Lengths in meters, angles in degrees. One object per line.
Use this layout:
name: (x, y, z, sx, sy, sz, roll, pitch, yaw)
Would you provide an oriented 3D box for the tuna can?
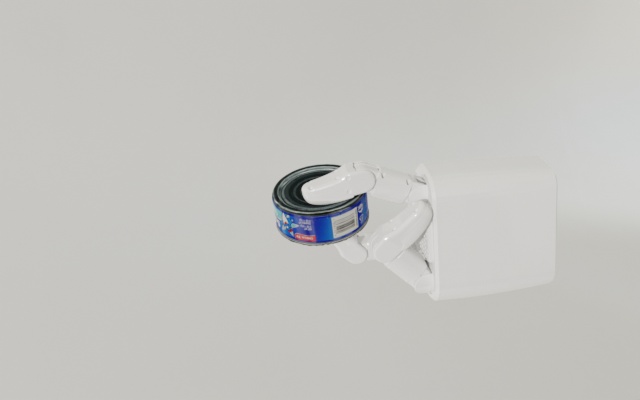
tuna can: (0.000, 0.001, 0.428, 0.086, 0.034, 0.086, -5, 33, 4)
